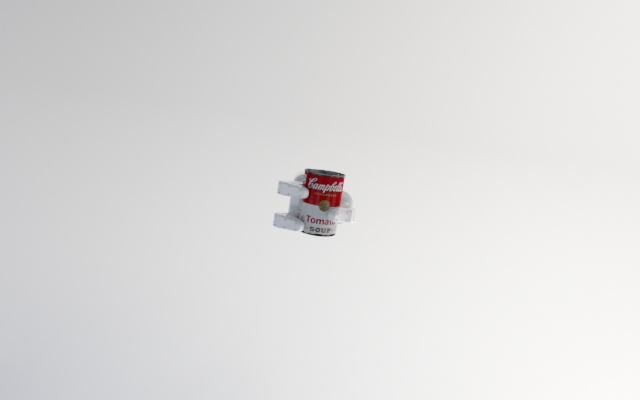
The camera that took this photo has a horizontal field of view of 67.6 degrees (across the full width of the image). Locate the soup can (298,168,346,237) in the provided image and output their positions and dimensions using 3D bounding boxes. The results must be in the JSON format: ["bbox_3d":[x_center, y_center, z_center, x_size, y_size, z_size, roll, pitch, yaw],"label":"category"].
[{"bbox_3d":[0.000,0.003,0.788,0.068,0.102,0.068,8,9,-1],"label":"soup can"}]
